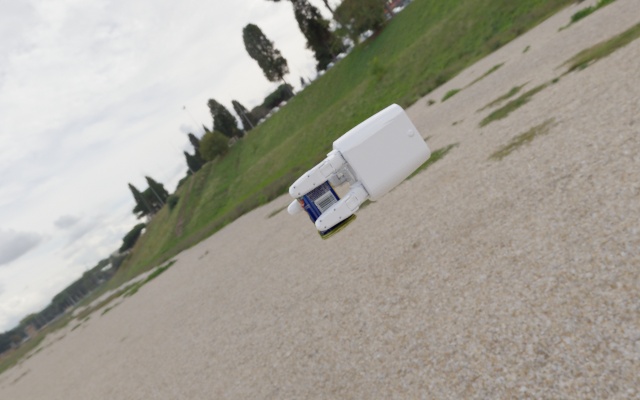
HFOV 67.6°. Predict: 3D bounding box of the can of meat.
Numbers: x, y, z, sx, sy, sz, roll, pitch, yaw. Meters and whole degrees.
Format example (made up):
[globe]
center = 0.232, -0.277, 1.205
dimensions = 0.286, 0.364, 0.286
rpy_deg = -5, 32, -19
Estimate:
[can of meat]
center = 0.000, 0.002, 0.676
dimensions = 0.057, 0.084, 0.102
rpy_deg = -35, 6, -2
